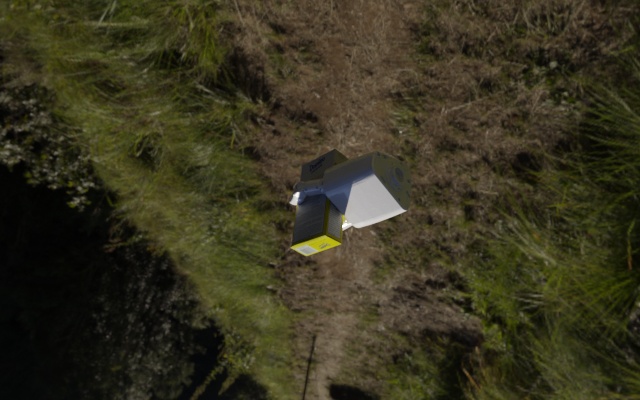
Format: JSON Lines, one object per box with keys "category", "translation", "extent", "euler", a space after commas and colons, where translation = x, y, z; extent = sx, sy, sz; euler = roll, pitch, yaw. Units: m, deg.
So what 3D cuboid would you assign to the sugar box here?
{"category": "sugar box", "translation": [0.001, 0.003, 0.853], "extent": [0.048, 0.176, 0.093], "euler": [32, -38, -33]}
